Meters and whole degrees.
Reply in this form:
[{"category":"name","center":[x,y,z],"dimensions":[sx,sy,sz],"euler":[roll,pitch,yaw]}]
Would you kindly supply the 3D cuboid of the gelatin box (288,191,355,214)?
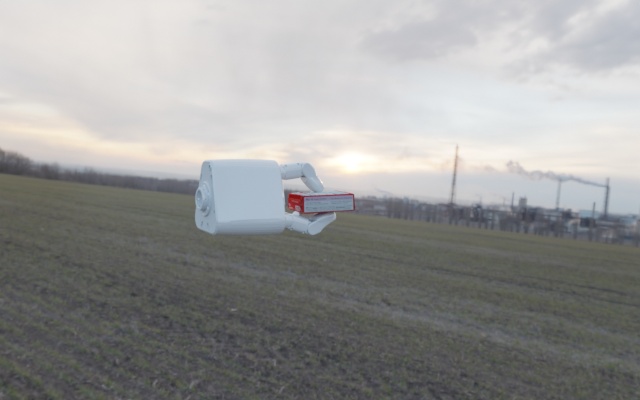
[{"category":"gelatin box","center":[0.000,0.002,0.759],"dimensions":[0.089,0.030,0.073],"euler":[-4,6,-20]}]
